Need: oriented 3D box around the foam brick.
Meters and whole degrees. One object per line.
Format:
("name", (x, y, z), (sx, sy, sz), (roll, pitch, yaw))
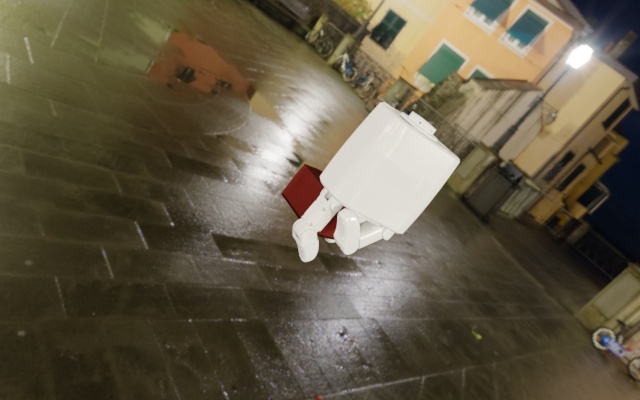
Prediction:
("foam brick", (0.000, 0.002, 0.581), (0.053, 0.051, 0.078), (17, 26, -46))
